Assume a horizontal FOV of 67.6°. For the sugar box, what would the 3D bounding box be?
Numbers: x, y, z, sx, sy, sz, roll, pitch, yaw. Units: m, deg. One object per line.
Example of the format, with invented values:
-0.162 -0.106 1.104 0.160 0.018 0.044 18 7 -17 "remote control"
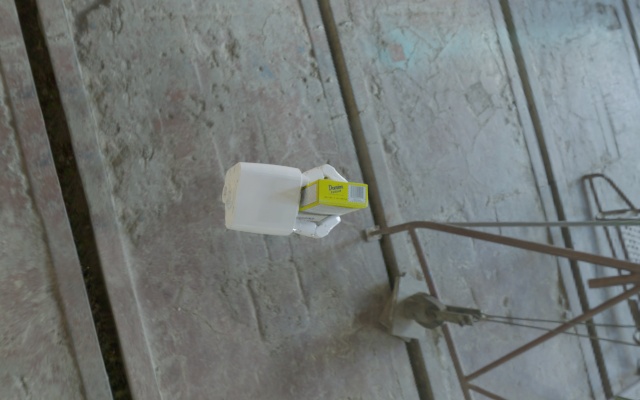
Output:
0.000 0.002 0.843 0.093 0.048 0.176 7 -10 -25 "sugar box"
